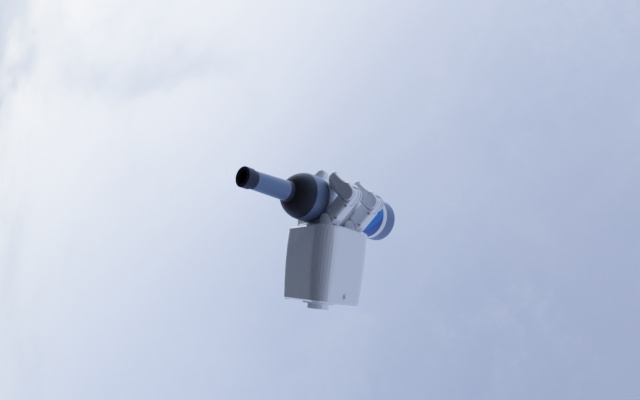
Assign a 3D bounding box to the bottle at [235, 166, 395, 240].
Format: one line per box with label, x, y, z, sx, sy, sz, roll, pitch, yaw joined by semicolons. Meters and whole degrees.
bottle;0.000;0.002;0.692;0.069;0.069;0.296;0;-13;42
